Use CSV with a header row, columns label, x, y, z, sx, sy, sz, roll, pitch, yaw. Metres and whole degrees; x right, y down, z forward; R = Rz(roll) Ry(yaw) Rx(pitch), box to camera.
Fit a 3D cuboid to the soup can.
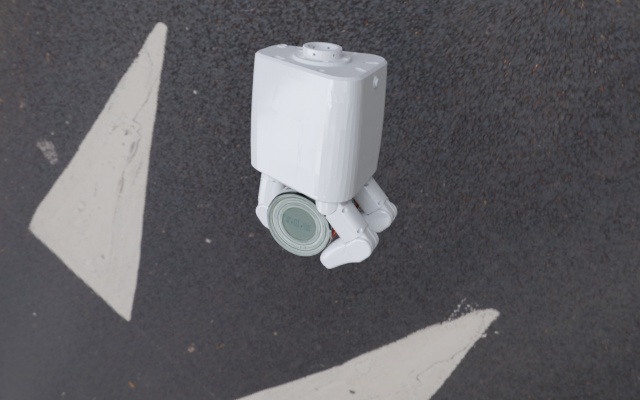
label,x,y,z,sx,sy,sz,roll,pitch,yaw
soup can,0.000,0.002,0.475,0.068,0.068,0.102,0,25,28
